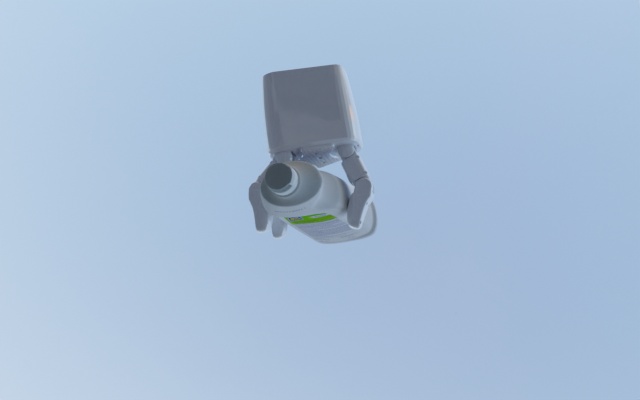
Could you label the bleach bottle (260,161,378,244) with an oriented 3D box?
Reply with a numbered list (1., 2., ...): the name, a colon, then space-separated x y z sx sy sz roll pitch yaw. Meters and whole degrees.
1. bleach bottle: 0.000 0.002 0.583 0.102 0.068 0.251 -13 -16 13
